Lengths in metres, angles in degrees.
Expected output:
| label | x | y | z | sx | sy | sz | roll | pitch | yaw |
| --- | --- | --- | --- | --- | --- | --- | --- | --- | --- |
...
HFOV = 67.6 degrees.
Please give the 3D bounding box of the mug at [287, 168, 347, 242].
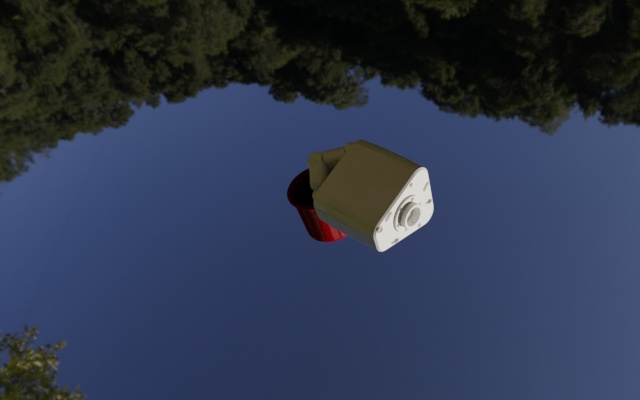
| label | x | y | z | sx | sy | sz | roll | pitch | yaw |
| --- | --- | --- | --- | --- | --- | --- | --- | --- | --- |
| mug | -0.001 | 0.002 | 0.709 | 0.093 | 0.082 | 0.117 | -40 | 44 | -20 |
